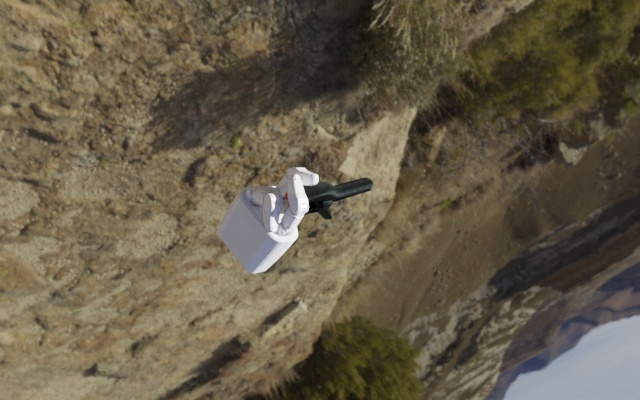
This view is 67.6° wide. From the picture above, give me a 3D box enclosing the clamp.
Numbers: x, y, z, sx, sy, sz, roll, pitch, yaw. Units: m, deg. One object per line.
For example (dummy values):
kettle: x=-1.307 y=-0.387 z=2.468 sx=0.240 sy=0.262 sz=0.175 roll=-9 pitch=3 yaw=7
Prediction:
clamp: x=0.000 y=0.003 z=0.809 sx=0.171 sy=0.039 sz=0.120 roll=-4 pitch=-34 yaw=-42
